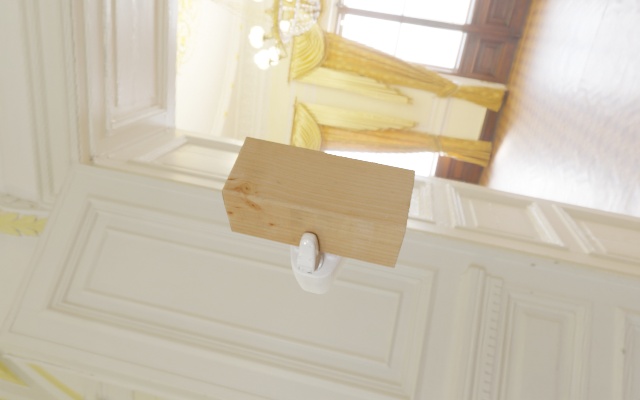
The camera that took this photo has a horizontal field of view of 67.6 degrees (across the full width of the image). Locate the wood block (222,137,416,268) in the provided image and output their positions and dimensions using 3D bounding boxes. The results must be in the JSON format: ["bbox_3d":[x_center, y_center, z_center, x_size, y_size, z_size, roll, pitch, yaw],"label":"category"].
[{"bbox_3d":[0.000,0.002,0.574,0.206,0.090,0.090,12,-35,7],"label":"wood block"}]
